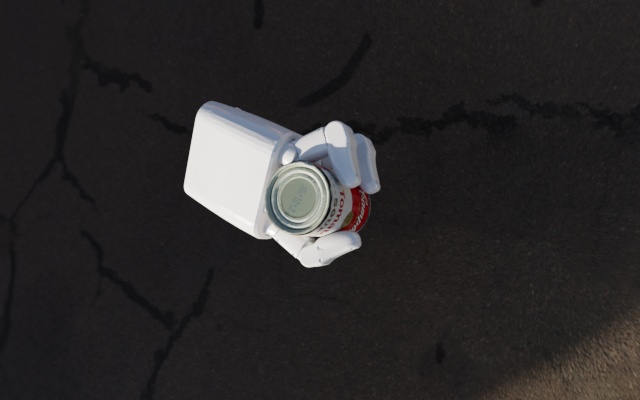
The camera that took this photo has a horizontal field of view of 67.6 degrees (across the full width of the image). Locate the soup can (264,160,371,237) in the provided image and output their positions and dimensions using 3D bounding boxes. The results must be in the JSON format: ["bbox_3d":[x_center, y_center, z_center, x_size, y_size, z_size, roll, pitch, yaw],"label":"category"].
[{"bbox_3d":[0.000,0.002,0.459,0.068,0.068,0.102,0,-5,25],"label":"soup can"}]
